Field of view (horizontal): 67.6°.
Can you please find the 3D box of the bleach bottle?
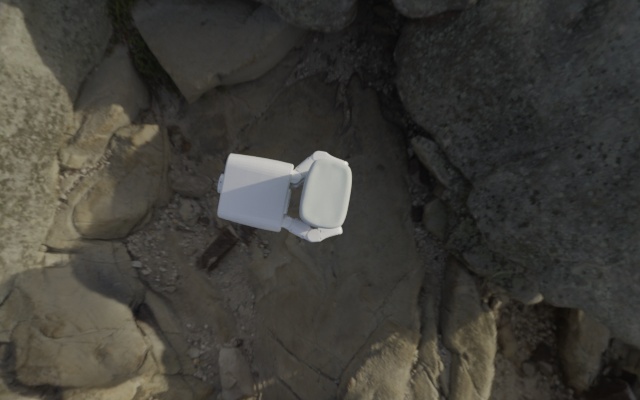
[{"bbox_3d":[0.000,0.002,0.793,0.068,0.102,0.251,12,-8,-3],"label":"bleach bottle"}]
